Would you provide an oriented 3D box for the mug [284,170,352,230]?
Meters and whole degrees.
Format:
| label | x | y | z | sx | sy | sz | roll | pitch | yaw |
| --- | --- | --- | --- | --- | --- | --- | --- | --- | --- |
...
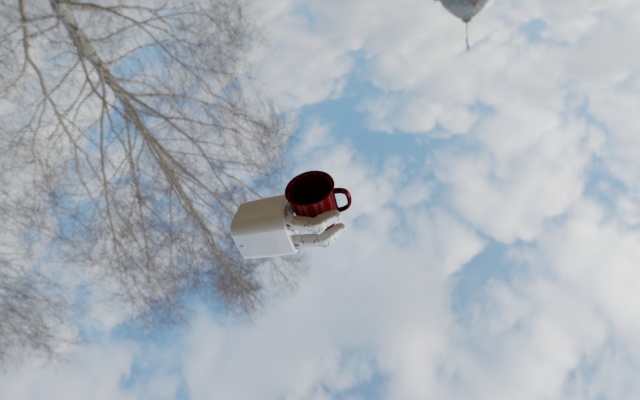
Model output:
| label | x | y | z | sx | sy | sz | roll | pitch | yaw |
| --- | --- | --- | --- | --- | --- | --- | --- | --- | --- |
| mug | 0.002 | 0.003 | 0.887 | 0.117 | 0.093 | 0.082 | -8 | -46 | 10 |
